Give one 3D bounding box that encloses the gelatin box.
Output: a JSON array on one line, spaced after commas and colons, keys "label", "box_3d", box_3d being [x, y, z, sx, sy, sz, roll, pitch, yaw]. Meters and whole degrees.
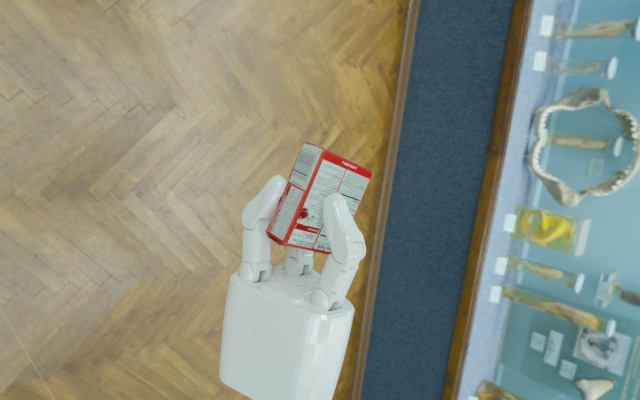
[{"label": "gelatin box", "box_3d": [0.000, 0.001, 0.425, 0.030, 0.089, 0.073, 28, 6, 42]}]
